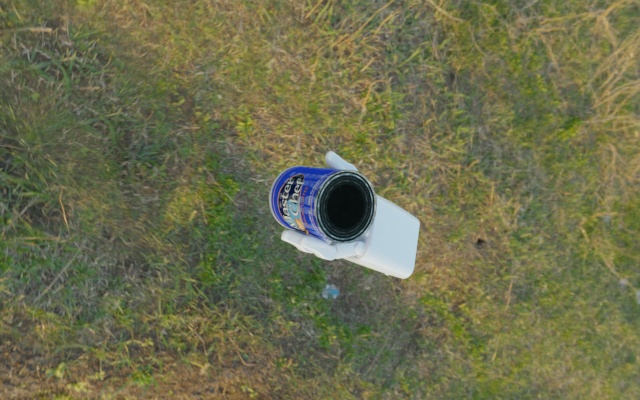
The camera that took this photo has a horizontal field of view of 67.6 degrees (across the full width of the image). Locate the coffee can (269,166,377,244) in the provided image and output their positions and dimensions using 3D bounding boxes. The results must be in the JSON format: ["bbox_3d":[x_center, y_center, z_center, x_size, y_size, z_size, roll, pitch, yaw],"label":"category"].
[{"bbox_3d":[0.000,0.002,0.704,0.103,0.103,0.140,0,5,-31],"label":"coffee can"}]
